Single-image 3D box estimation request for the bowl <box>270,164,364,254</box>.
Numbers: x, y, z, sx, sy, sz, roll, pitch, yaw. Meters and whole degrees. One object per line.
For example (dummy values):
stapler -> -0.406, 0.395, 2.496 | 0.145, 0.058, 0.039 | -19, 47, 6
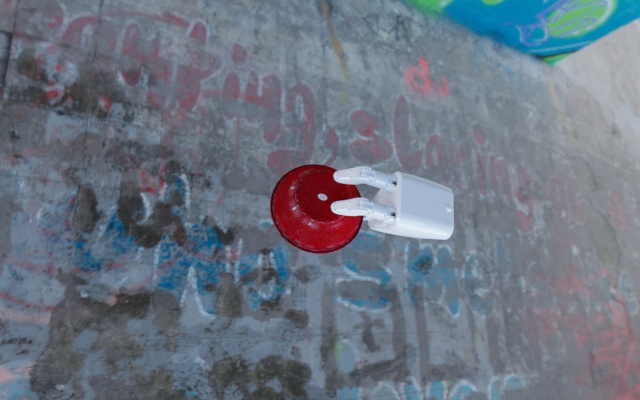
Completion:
bowl -> -0.001, 0.002, 0.781 | 0.162, 0.162, 0.055 | 0, -22, -12
